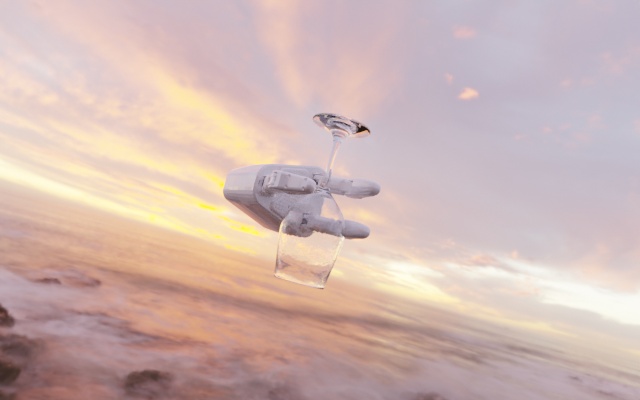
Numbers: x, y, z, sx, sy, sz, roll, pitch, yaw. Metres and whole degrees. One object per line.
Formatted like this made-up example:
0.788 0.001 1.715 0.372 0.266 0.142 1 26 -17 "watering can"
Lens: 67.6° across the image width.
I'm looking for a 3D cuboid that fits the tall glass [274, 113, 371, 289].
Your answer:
0.000 0.001 0.577 0.079 0.201 0.079 15 -8 2 "tall glass"
